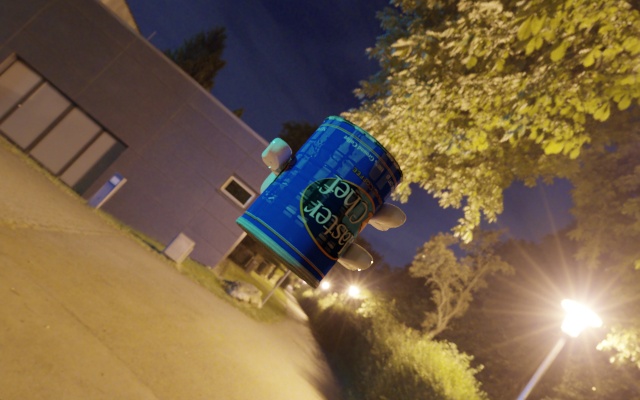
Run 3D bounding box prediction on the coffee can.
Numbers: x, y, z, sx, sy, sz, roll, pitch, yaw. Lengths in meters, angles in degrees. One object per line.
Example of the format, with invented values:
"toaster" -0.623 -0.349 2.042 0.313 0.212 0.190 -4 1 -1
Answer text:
"coffee can" 0.000 0.002 0.478 0.103 0.140 0.103 38 -11 9
